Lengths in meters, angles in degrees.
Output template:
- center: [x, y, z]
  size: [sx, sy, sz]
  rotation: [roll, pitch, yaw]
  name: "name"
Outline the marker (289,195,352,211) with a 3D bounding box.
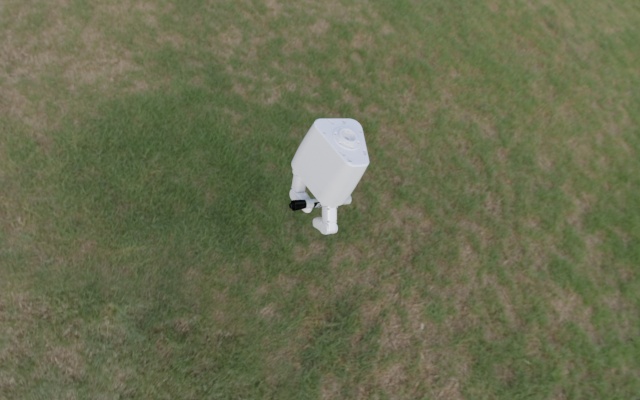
- center: [0.000, 0.003, 0.833]
  size: [0.121, 0.020, 0.020]
  rotation: [-7, 3, -31]
  name: "marker"
